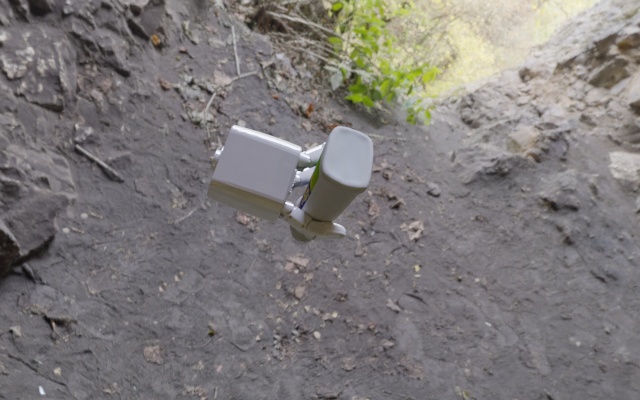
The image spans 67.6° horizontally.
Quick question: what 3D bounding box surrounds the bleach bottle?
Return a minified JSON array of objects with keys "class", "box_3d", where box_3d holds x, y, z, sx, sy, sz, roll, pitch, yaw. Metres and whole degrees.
[{"class":"bleach bottle","box_3d":[0.000,0.002,0.721,0.068,0.102,0.251,19,-34,-9]}]
